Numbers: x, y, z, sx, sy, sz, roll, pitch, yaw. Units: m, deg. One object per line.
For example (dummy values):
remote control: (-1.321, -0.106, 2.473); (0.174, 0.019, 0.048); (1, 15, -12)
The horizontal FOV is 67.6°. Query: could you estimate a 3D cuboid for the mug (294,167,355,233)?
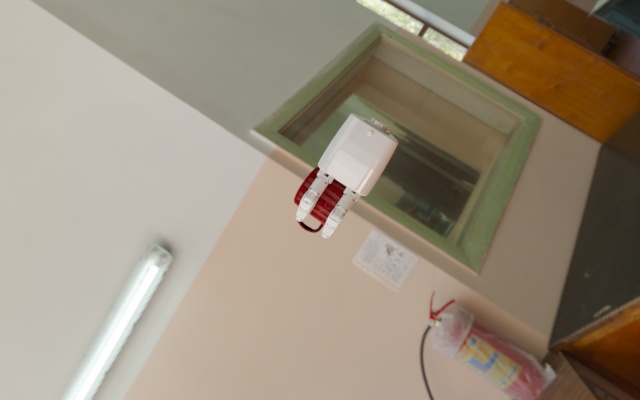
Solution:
mug: (-0.001, 0.004, 0.860); (0.081, 0.117, 0.093); (35, 14, 7)
